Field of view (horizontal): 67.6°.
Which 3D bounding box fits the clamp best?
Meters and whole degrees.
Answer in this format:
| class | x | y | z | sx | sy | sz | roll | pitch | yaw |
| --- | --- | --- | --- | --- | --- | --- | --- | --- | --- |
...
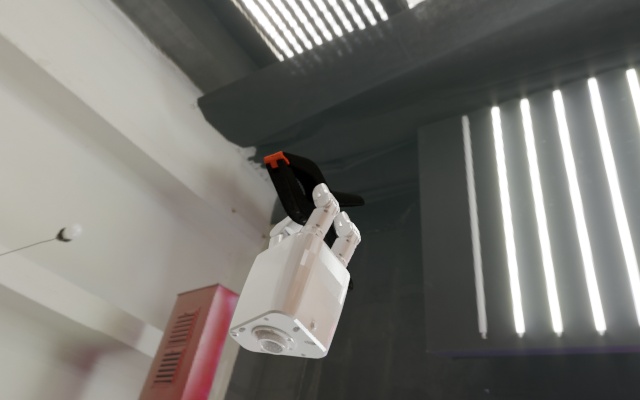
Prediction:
| class | x | y | z | sx | sy | sz | roll | pitch | yaw |
| --- | --- | --- | --- | --- | --- | --- | --- | --- | --- |
| clamp | -0.001 | 0.002 | 0.651 | 0.036 | 0.164 | 0.210 | -17 | -53 | 30 |
